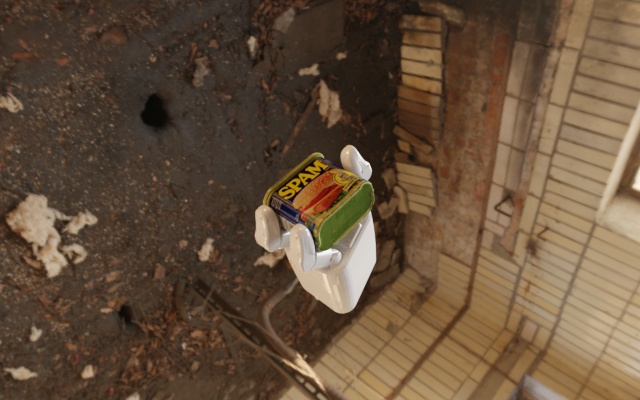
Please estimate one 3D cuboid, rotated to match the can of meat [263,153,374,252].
[{"bbox_3d":[0.000,0.002,0.554,0.084,0.057,0.102,30,58,33],"label":"can of meat"}]
